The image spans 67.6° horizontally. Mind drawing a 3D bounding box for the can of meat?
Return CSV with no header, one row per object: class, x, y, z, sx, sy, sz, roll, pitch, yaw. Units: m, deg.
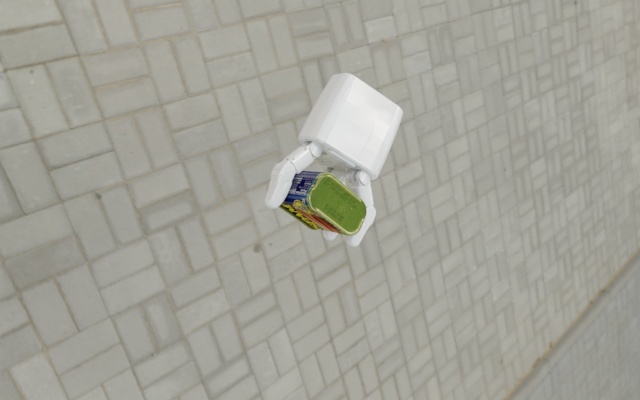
can of meat,0.000,0.002,0.626,0.102,0.057,0.084,37,-17,-34
